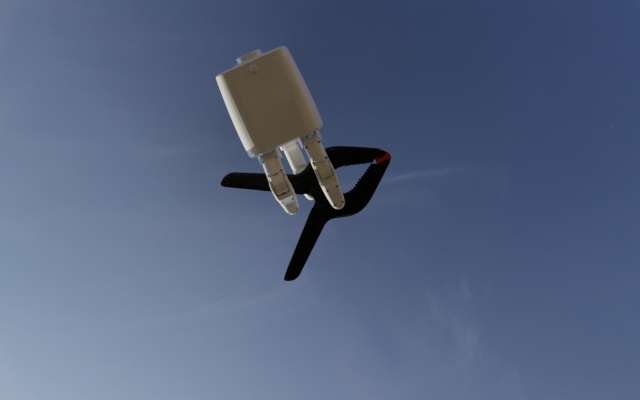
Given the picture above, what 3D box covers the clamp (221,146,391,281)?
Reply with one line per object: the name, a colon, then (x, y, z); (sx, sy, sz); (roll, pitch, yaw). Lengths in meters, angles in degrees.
clamp: (0.000, 0.001, 0.619); (0.210, 0.164, 0.036); (-24, 16, 0)
